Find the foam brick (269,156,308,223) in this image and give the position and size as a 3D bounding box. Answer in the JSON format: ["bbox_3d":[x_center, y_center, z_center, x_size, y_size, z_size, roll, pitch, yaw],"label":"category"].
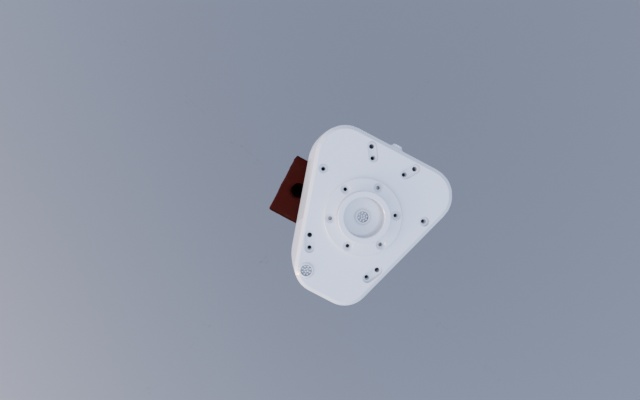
[{"bbox_3d":[0.000,0.001,0.426,0.078,0.053,0.051,27,0,-1],"label":"foam brick"}]
